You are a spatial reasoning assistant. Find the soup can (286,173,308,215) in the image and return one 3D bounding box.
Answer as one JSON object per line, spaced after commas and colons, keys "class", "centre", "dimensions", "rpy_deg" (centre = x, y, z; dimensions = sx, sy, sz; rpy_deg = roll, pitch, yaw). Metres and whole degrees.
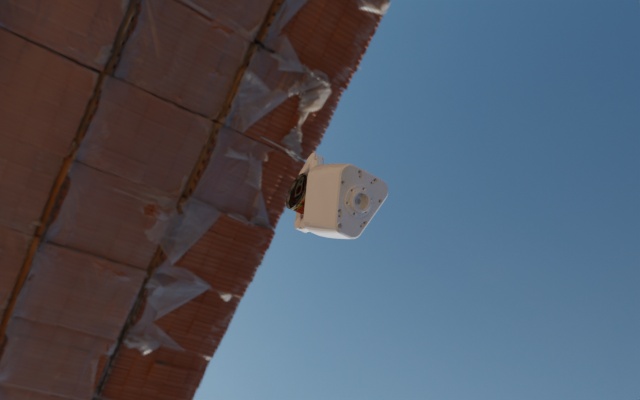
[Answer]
{"class": "soup can", "centre": [0.000, 0.003, 0.839], "dimensions": [0.102, 0.068, 0.068], "rpy_deg": [25, -11, -25]}
